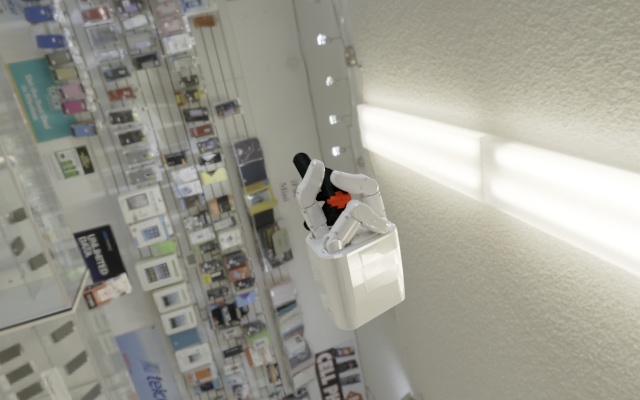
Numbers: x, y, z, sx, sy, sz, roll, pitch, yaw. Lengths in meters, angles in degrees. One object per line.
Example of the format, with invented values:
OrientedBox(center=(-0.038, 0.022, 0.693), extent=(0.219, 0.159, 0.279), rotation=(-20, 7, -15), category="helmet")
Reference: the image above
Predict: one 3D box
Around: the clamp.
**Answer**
OrientedBox(center=(0.001, 0.002, 0.667), extent=(0.039, 0.120, 0.171), rotation=(-17, 18, -13), category="clamp")
